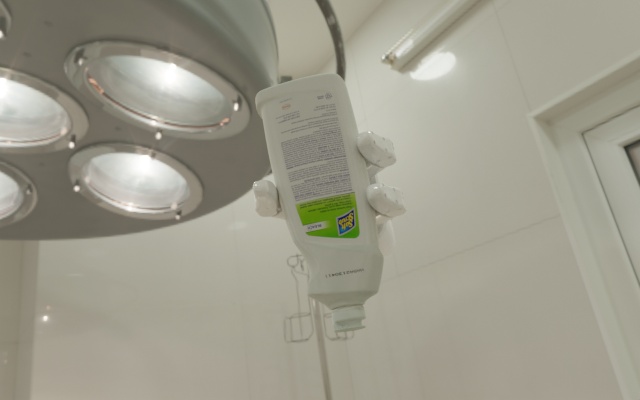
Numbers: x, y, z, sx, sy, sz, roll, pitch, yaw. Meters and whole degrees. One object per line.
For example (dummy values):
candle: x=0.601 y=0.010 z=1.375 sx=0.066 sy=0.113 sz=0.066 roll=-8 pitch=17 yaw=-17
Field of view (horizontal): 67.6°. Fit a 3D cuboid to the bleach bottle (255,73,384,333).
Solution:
bleach bottle: x=0.000 y=0.001 z=0.472 sx=0.102 sy=0.250 sz=0.068 roll=-13 pitch=-20 yaw=11
